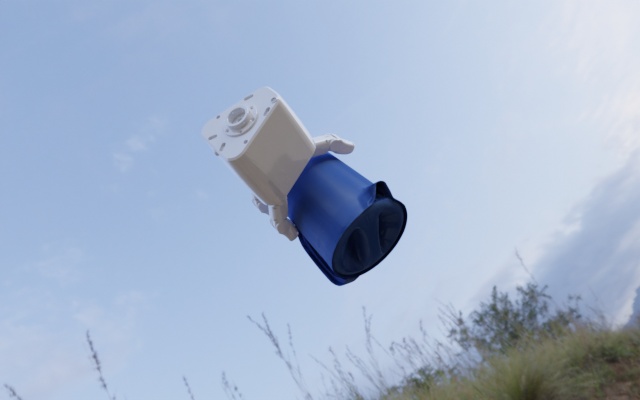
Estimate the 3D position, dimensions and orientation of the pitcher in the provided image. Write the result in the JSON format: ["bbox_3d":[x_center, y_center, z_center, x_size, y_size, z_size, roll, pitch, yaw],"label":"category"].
[{"bbox_3d":[0.000,0.002,0.723,0.242,0.149,0.145,43,-3,38],"label":"pitcher"}]
